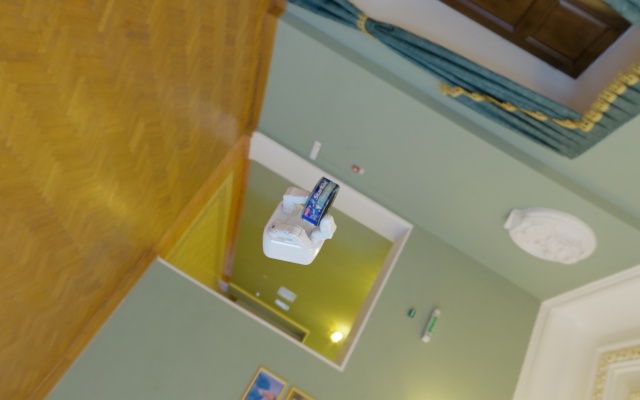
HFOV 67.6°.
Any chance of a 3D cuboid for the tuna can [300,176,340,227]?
[{"bbox_3d":[0.001,0.003,0.838,0.034,0.086,0.086,29,4,7],"label":"tuna can"}]
